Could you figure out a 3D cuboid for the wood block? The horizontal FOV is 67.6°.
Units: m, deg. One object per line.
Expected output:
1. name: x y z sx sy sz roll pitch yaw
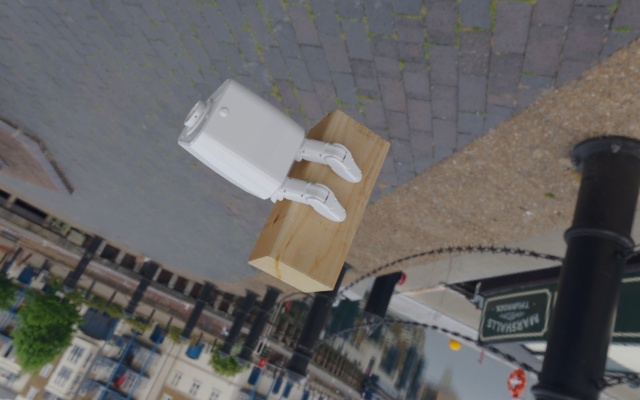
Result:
1. wood block: 0.000 0.002 0.607 0.090 0.206 0.091 30 -22 -16
